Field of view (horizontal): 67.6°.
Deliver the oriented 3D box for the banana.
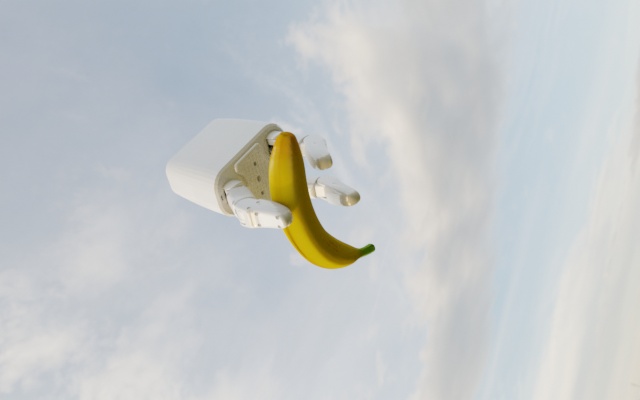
[{"bbox_3d":[-0.009,0.018,0.492,0.037,0.069,0.198,20,-25,44],"label":"banana"}]
